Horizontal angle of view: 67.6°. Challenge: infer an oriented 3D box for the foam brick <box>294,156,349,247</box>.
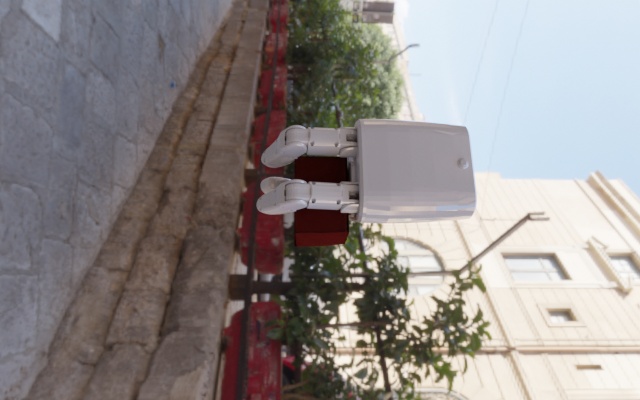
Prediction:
[{"bbox_3d":[0.000,0.002,0.464,0.051,0.078,0.053,1,-18,-3],"label":"foam brick"}]
